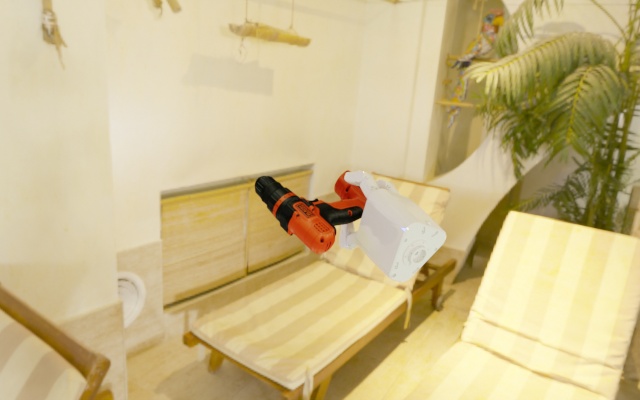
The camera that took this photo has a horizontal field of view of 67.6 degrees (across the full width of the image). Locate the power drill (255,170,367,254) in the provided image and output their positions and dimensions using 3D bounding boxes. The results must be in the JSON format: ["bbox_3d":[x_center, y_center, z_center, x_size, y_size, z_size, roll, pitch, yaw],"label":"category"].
[{"bbox_3d":[0.001,0.003,0.835,0.187,0.057,0.184,-20,53,-40],"label":"power drill"}]
